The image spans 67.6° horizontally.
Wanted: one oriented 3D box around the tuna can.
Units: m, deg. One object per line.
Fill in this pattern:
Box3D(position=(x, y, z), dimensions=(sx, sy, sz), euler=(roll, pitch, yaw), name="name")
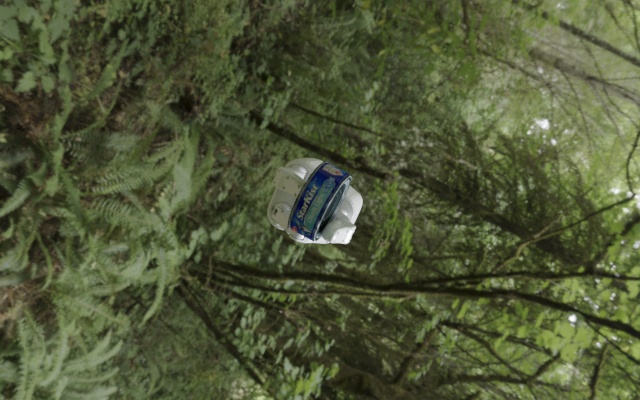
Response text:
Box3D(position=(0.001, 0.002, 0.529), dimensions=(0.034, 0.086, 0.086), euler=(29, 5, 10), name="tuna can")
